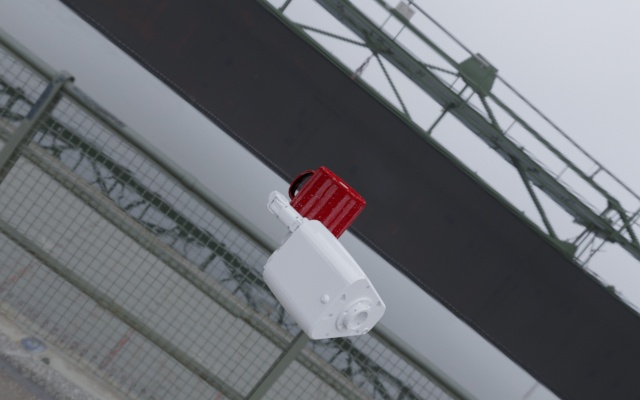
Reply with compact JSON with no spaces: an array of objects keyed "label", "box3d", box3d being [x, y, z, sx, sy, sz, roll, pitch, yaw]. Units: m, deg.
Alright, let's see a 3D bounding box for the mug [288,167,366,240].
[{"label":"mug","box3d":[-0.001,0.001,0.655,0.093,0.081,0.117,32,10,-50]}]
